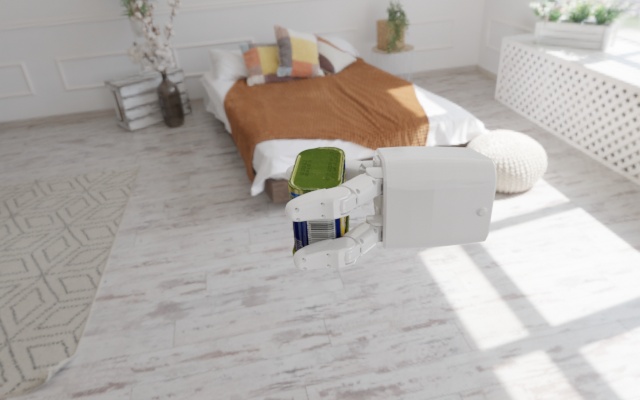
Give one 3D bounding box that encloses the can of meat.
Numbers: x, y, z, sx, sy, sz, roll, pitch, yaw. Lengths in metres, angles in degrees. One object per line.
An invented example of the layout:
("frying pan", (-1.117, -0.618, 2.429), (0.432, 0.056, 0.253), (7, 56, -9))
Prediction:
("can of meat", (0.000, 0.001, 0.495), (0.057, 0.084, 0.102), (0, 31, 5))
